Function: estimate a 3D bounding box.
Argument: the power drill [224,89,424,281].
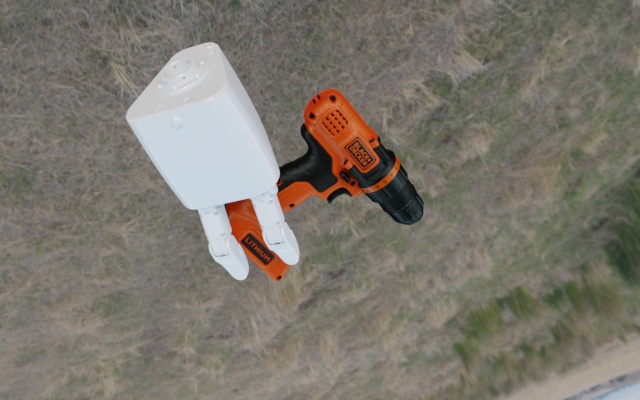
[{"bbox_3d":[0.000,0.002,0.515,0.187,0.184,0.057,-39,25,8],"label":"power drill"}]
